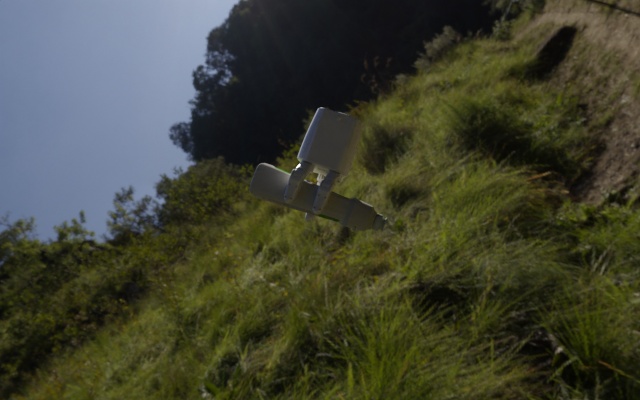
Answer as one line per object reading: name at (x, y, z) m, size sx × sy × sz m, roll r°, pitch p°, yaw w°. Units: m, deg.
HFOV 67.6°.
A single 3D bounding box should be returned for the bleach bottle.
bleach bottle at (0.000, 0.003, 0.885) m, size 0.251 × 0.068 × 0.102 m, roll 20°, pitch -3°, yaw 10°
